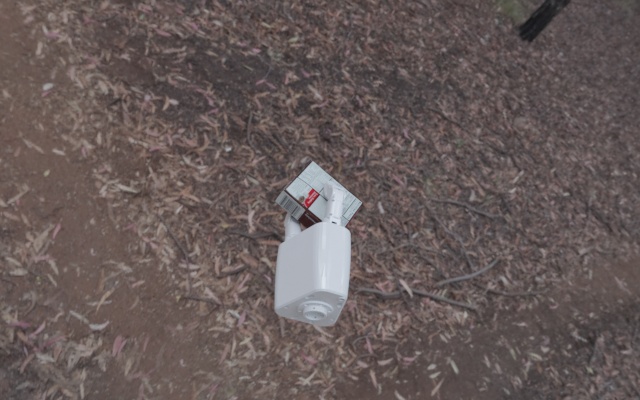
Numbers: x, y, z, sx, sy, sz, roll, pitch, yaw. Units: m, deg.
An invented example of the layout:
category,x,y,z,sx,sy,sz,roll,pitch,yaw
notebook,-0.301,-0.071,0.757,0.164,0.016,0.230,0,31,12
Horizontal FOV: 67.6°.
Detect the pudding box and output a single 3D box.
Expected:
category,x,y,z,sx,sy,sz,roll,pitch,yaw
pudding box,0.000,0.002,0.747,0.090,0.113,0.039,-50,2,-43
